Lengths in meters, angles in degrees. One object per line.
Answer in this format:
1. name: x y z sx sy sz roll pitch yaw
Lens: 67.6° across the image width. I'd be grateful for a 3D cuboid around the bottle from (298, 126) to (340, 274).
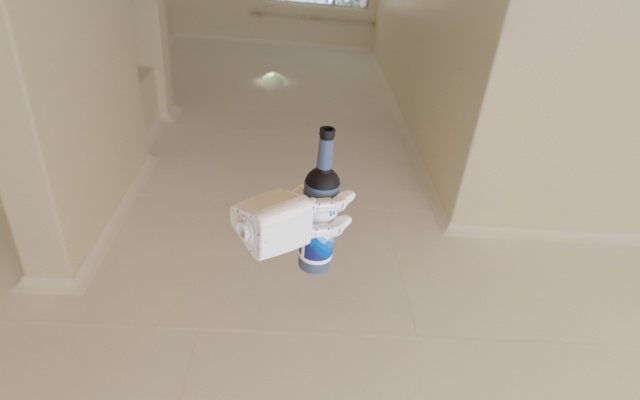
1. bottle: 0.000 0.003 0.887 0.069 0.296 0.069 4 31 -2
